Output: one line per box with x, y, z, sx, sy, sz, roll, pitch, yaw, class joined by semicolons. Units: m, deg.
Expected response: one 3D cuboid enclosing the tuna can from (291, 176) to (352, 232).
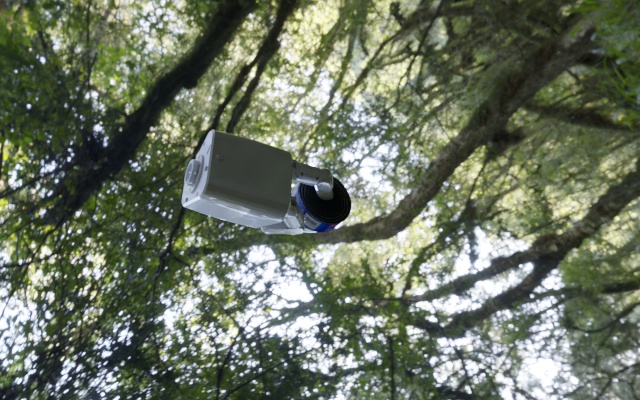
0.000;0.003;0.692;0.086;0.086;0.034;0;-28;-33;tuna can
